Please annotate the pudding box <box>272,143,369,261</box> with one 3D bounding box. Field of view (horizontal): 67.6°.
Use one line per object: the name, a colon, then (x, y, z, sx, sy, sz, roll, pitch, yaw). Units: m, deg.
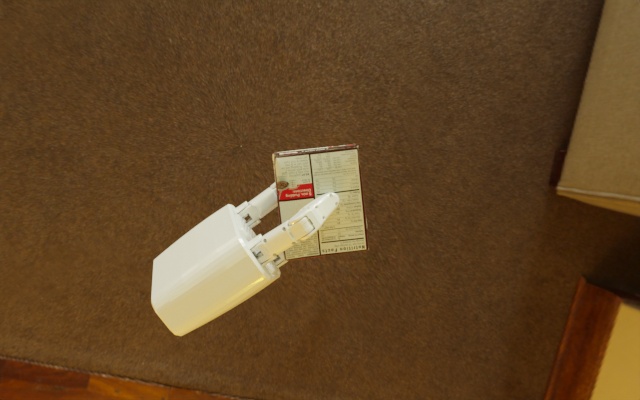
pudding box: (0.000, 0.002, 0.498, 0.090, 0.113, 0.039, -6, 10, -4)
